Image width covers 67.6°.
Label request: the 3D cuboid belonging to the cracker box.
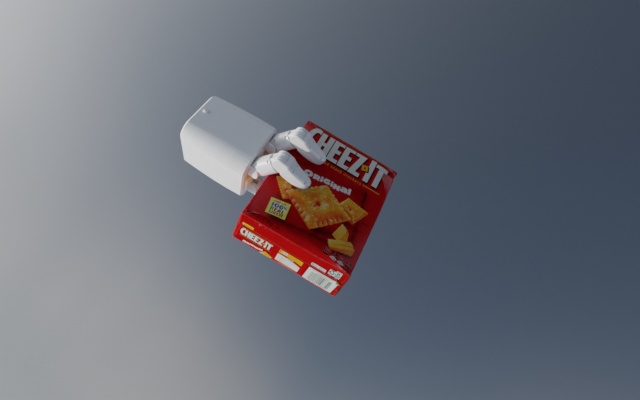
[{"bbox_3d":[0.000,0.002,0.687,0.164,0.213,0.072,31,-39,-1],"label":"cracker box"}]
